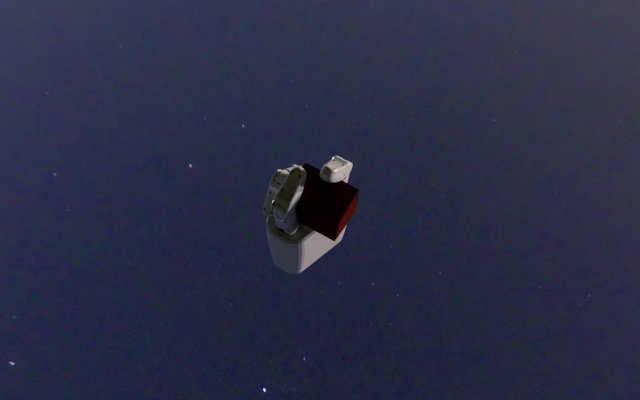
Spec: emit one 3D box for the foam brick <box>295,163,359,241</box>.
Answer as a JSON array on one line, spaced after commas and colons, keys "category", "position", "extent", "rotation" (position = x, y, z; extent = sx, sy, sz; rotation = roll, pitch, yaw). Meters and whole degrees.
[{"category": "foam brick", "position": [0.000, 0.002, 0.575], "extent": [0.078, 0.053, 0.051], "rotation": [28, -29, 15]}]
